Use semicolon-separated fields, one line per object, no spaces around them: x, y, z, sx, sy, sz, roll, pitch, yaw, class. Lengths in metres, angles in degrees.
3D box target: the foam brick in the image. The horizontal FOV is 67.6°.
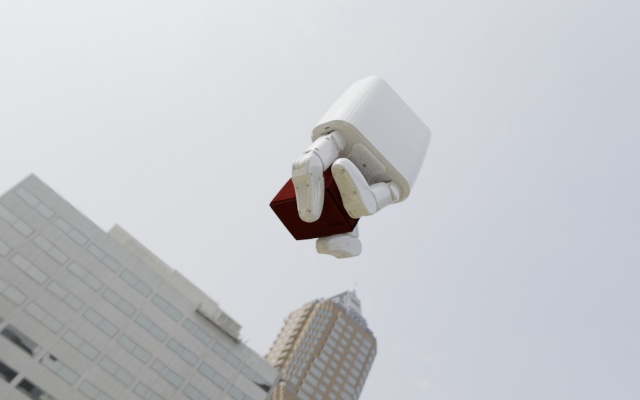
0.000;0.002;0.480;0.078;0.053;0.051;-12;32;39;foam brick
